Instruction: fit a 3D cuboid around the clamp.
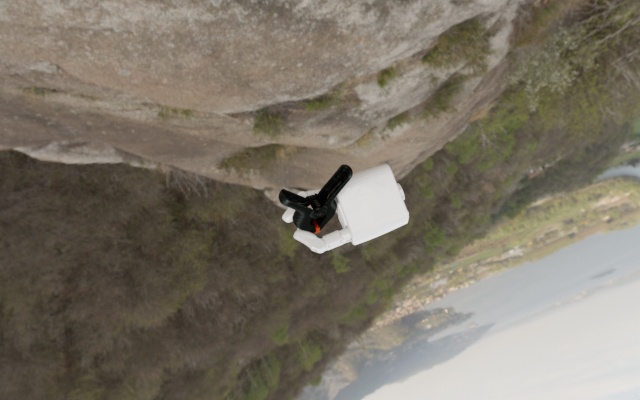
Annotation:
[{"bbox_3d":[0.000,0.003,0.778,0.120,0.039,0.171,-21,-22,-3],"label":"clamp"}]
